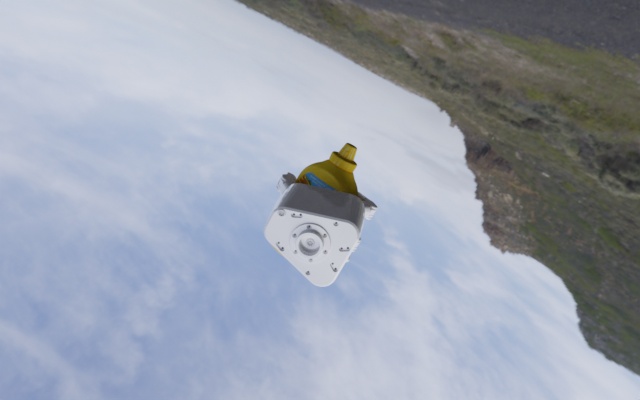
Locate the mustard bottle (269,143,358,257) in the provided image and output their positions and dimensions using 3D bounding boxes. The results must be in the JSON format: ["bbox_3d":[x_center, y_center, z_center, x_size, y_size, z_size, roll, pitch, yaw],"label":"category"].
[{"bbox_3d":[0.000,0.002,0.702,0.096,0.192,0.058,36,18,22],"label":"mustard bottle"}]
